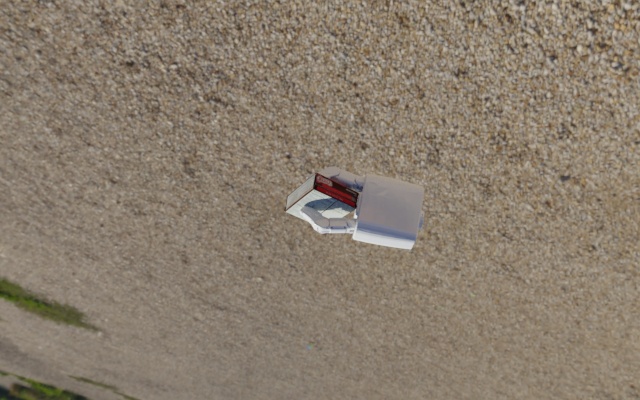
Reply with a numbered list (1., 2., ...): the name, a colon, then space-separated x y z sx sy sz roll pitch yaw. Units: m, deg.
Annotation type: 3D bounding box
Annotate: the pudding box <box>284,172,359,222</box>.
1. pudding box: 0.000 0.003 0.849 0.090 0.039 0.113 26 -35 -21
